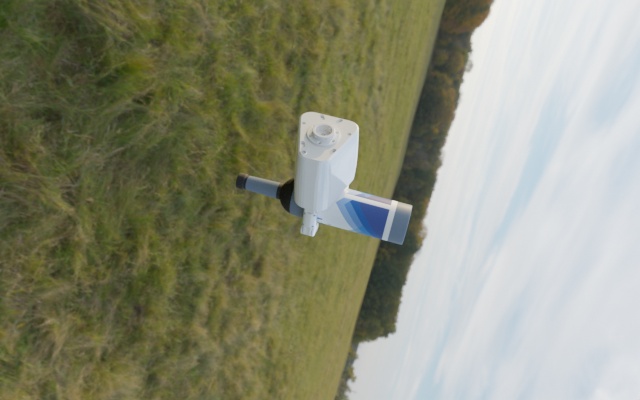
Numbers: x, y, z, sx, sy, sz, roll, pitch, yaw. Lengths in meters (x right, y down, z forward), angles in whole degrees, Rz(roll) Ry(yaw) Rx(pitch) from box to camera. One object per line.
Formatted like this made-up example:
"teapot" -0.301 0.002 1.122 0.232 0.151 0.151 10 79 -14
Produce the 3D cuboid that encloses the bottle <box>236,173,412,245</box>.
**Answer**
"bottle" 0.000 0.003 0.798 0.295 0.069 0.069 15 2 9
